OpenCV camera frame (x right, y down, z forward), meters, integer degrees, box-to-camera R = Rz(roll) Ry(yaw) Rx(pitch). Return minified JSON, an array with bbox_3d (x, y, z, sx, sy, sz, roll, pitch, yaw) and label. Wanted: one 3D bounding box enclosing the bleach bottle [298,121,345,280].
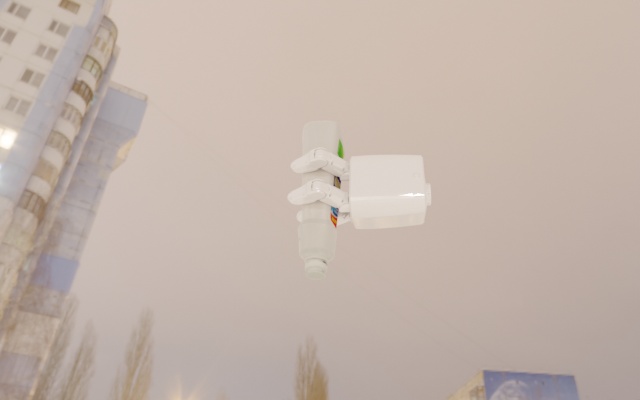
[{"bbox_3d":[0.000,0.002,0.726,0.068,0.250,0.103,-2,-33,8],"label":"bleach bottle"}]
